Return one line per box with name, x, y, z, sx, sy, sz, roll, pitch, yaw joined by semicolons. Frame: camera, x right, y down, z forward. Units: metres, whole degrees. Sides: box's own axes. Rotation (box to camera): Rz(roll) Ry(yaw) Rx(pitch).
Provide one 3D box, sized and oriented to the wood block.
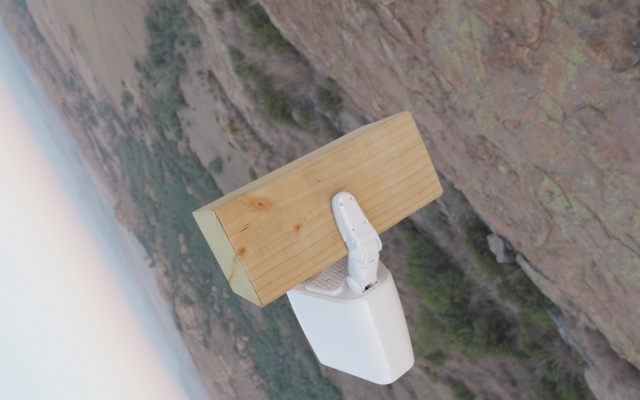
wood block;0.000;0.002;0.450;0.206;0.090;0.091;-29;11;-23
